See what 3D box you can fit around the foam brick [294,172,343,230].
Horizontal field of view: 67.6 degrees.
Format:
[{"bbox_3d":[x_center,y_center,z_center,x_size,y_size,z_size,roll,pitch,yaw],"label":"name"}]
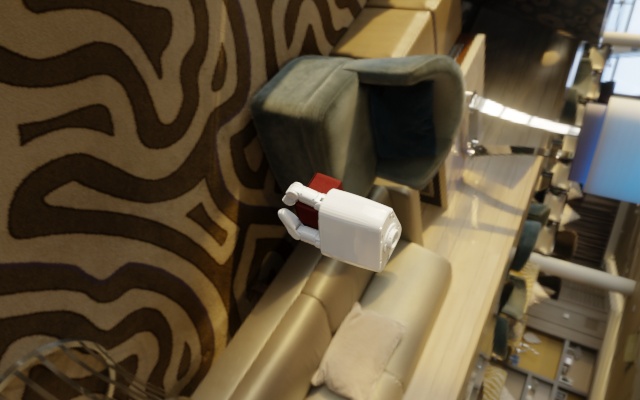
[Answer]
[{"bbox_3d":[0.000,0.002,0.806,0.051,0.078,0.053,19,-32,24],"label":"foam brick"}]
